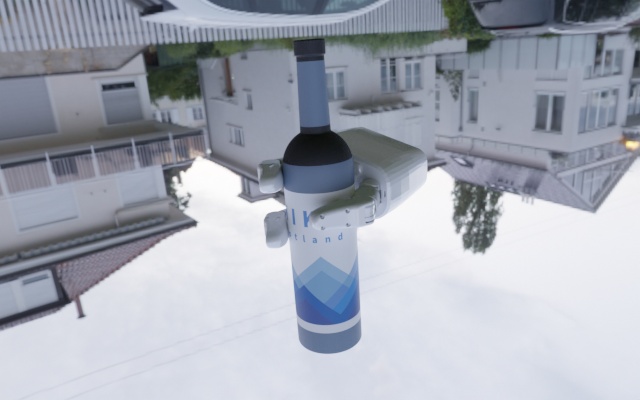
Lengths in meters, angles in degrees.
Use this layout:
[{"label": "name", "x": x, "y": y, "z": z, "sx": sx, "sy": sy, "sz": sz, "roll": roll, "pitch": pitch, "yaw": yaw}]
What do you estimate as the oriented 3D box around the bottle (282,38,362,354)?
[{"label": "bottle", "x": 0.000, "y": 0.002, "z": 0.455, "sx": 0.069, "sy": 0.296, "sz": 0.069, "roll": -4, "pitch": 18, "yaw": 1}]
